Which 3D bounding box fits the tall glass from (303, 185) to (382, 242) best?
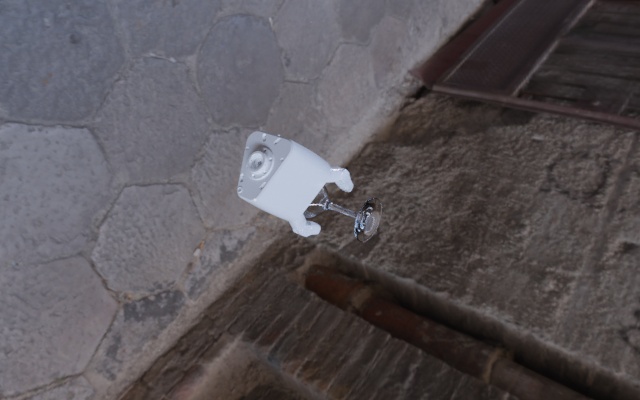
[{"bbox_3d":[0.001,0.003,0.812,0.201,0.079,0.079,20,12,35],"label":"tall glass"}]
